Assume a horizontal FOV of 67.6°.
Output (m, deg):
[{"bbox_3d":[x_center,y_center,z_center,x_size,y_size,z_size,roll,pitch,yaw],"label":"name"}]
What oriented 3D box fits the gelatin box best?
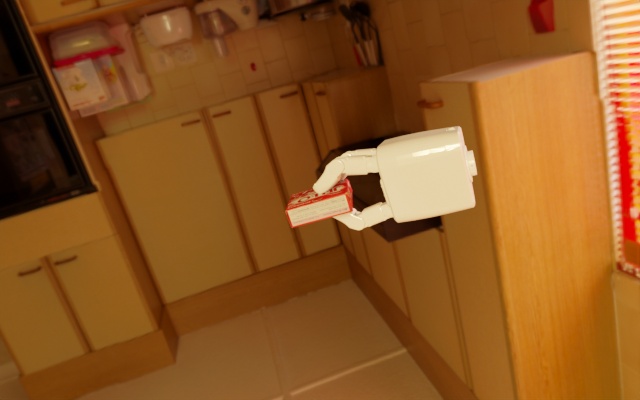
[{"bbox_3d":[0.000,0.003,0.665,0.089,0.030,0.073,-16,16,8],"label":"gelatin box"}]
